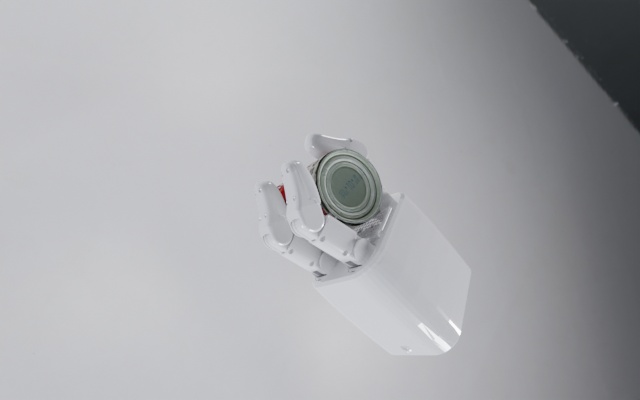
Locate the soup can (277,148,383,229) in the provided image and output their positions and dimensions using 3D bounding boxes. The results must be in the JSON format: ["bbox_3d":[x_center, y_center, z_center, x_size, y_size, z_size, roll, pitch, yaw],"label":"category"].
[{"bbox_3d":[0.000,0.001,0.433,0.068,0.068,0.102,0,-15,-31],"label":"soup can"}]
